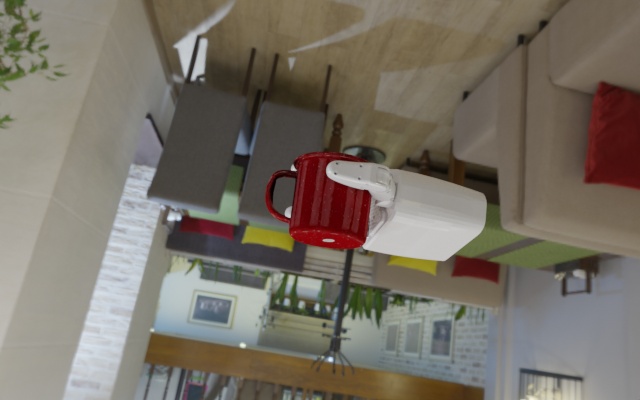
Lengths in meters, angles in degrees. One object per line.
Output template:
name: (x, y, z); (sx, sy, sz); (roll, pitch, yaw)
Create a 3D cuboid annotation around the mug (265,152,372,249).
mug: (-0.001, 0.002, 0.502); (0.117, 0.081, 0.093); (11, -17, -10)
